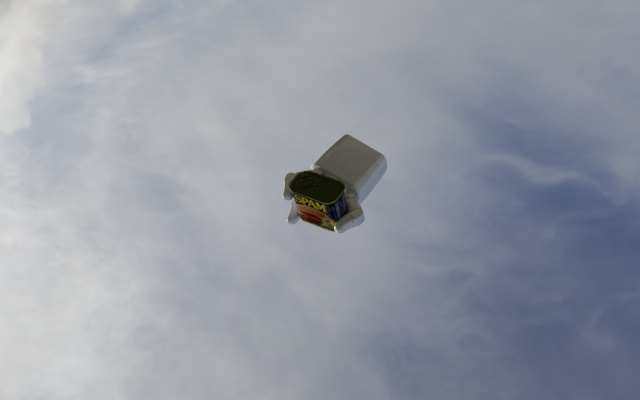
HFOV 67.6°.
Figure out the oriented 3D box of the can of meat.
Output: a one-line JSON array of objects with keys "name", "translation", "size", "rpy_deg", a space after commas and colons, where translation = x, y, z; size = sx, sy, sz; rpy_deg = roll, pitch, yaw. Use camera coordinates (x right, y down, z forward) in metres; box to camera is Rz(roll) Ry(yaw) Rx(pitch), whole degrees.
[{"name": "can of meat", "translation": [0.000, 0.003, 0.867], "size": [0.102, 0.084, 0.057], "rpy_deg": [20, 55, 29]}]
